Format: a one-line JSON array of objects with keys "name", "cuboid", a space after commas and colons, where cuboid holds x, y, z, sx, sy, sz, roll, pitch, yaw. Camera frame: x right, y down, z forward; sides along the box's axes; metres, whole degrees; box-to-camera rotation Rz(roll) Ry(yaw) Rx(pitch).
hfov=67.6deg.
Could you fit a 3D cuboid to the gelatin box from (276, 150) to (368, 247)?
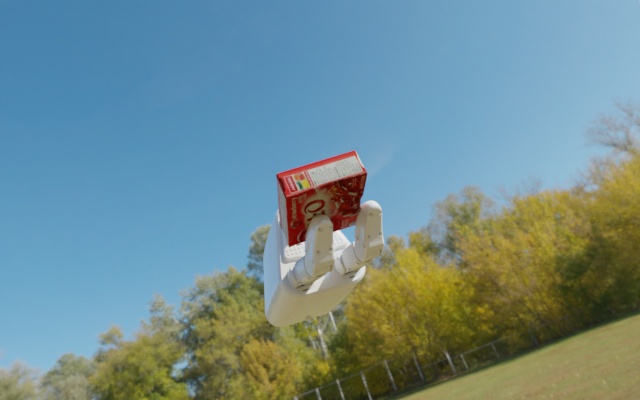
[{"name": "gelatin box", "cuboid": [0.000, 0.001, 0.431, 0.073, 0.030, 0.089, -17, -31, -13]}]
